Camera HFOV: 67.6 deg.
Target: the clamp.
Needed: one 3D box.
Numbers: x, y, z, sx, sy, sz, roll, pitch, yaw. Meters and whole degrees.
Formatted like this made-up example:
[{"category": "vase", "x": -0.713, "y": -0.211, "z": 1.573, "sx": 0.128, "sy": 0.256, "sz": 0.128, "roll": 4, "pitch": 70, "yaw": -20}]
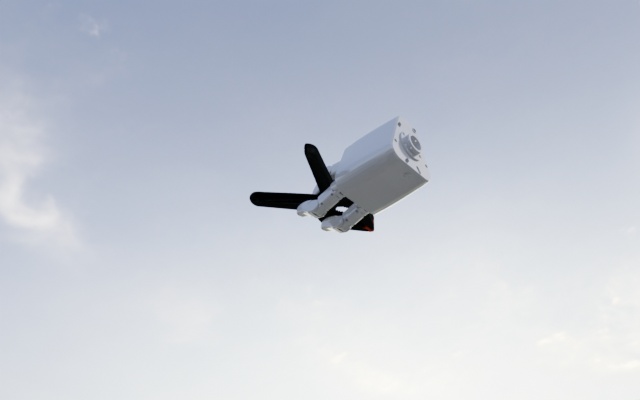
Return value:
[{"category": "clamp", "x": 0.001, "y": 0.002, "z": 0.781, "sx": 0.210, "sy": 0.036, "sz": 0.164, "roll": 33, "pitch": -46, "yaw": -31}]
